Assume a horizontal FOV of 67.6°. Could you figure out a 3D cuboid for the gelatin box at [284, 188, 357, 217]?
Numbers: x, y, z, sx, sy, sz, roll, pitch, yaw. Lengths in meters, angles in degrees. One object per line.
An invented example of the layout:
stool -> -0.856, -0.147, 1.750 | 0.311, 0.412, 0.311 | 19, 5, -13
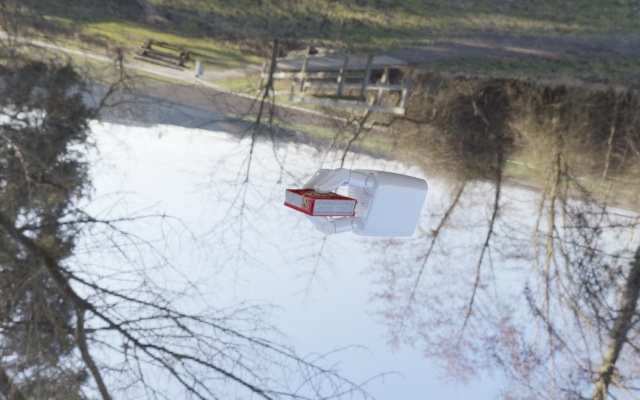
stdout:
gelatin box -> 0.000, 0.003, 0.737 | 0.089, 0.030, 0.073 | 1, 12, -39
